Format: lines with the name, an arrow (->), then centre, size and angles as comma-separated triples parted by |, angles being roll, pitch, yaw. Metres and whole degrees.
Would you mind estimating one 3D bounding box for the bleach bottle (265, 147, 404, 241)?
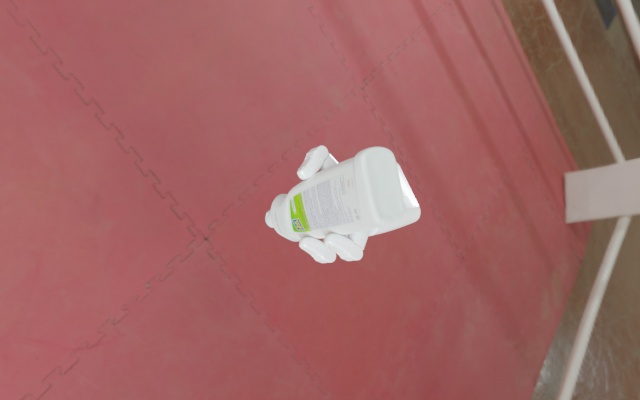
bleach bottle -> 0.000, 0.002, 0.679 | 0.068, 0.102, 0.251 | -10, -3, -41
